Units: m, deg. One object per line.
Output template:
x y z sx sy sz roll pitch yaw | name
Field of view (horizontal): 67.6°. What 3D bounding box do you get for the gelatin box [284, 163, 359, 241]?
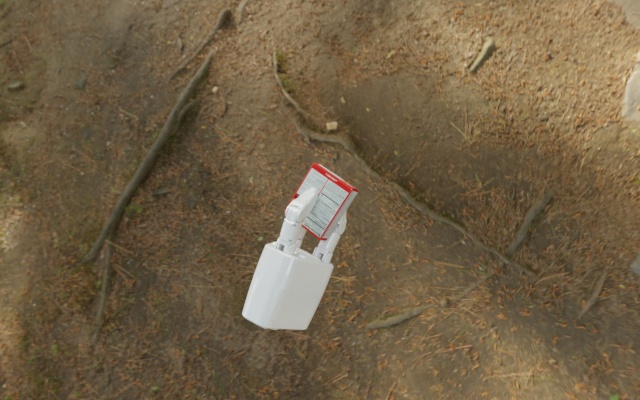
0.000 0.002 0.688 0.073 0.089 0.030 36 11 23 | gelatin box
